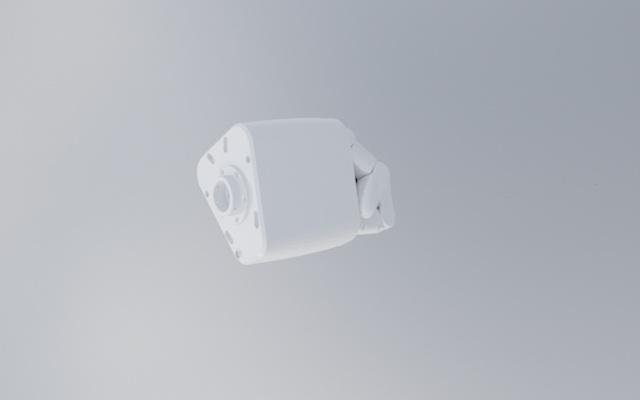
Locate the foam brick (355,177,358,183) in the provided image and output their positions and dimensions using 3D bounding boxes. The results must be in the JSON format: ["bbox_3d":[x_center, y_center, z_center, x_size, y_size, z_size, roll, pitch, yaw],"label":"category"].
[{"bbox_3d":[0.000,0.002,0.502,0.051,0.053,0.078,-10,-14,-43],"label":"foam brick"}]
